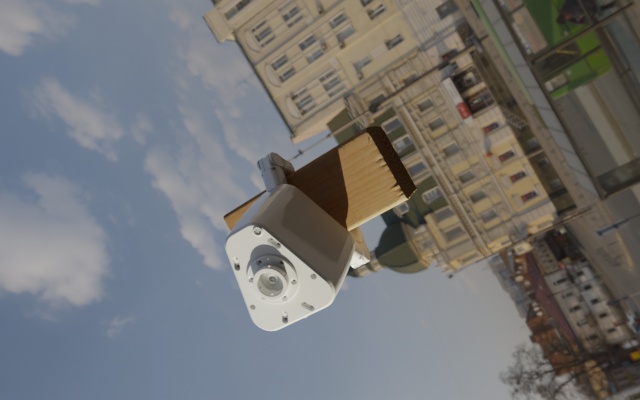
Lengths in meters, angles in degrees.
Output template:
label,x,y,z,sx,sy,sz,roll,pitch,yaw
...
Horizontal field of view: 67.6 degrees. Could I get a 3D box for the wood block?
label,x,y,z,sx,sy,sz,roll,pitch,yaw
wood block,0.000,0.002,0.579,0.206,0.091,0.090,-30,-1,20
